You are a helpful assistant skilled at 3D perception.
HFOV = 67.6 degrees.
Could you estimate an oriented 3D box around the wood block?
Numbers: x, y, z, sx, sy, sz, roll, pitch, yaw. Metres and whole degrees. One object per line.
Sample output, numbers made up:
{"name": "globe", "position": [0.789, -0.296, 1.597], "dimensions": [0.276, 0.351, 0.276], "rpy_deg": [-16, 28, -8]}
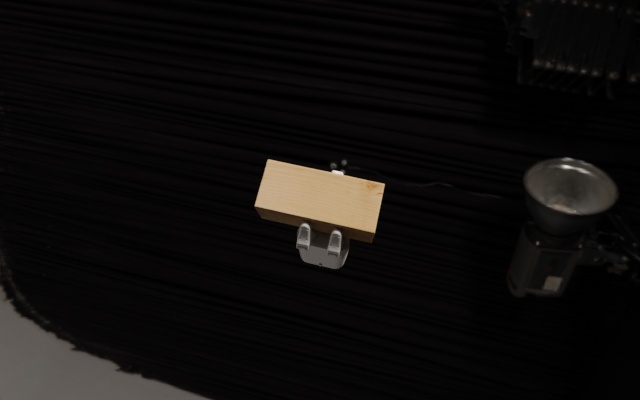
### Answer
{"name": "wood block", "position": [0.000, 0.003, 0.843], "dimensions": [0.206, 0.090, 0.090], "rpy_deg": [12, -15, 6]}
